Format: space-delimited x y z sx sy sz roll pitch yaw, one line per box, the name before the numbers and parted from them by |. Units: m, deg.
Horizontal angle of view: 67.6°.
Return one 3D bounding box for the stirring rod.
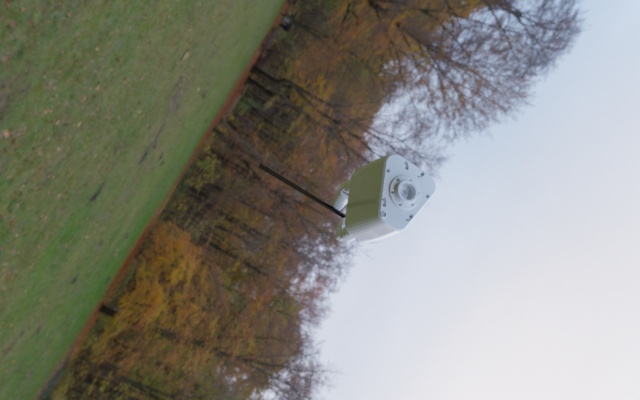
stirring rod | 0.000 0.003 0.814 0.239 0.011 0.011 31 -8 -13
